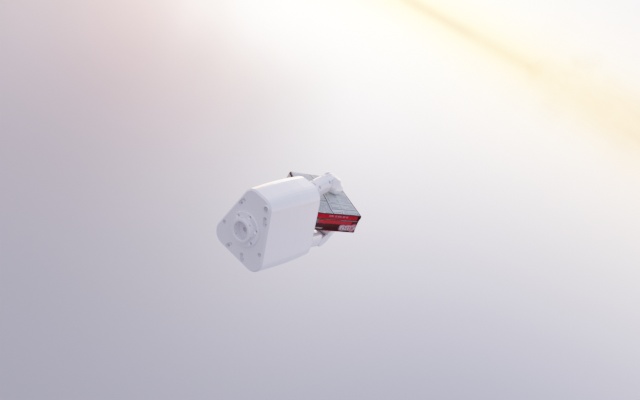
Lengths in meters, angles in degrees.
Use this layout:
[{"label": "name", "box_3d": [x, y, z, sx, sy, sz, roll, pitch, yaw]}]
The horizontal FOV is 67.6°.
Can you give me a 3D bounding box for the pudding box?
[{"label": "pudding box", "box_3d": [0.000, 0.002, 0.753, 0.090, 0.039, 0.113, 7, 34, -31]}]
